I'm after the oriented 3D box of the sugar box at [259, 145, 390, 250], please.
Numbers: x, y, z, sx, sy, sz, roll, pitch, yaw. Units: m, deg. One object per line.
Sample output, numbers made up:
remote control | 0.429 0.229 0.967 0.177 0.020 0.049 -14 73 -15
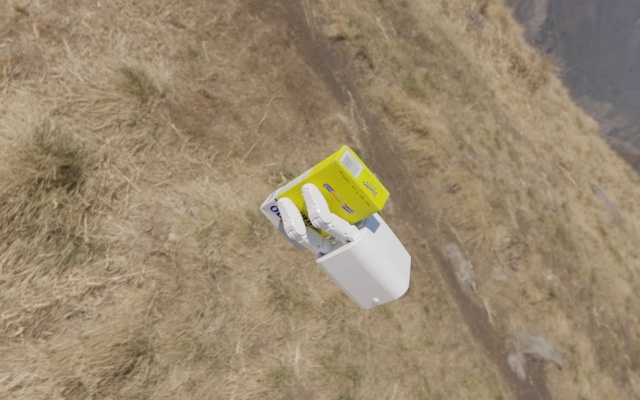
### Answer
sugar box | 0.000 0.003 0.675 0.176 0.093 0.048 -32 16 40
